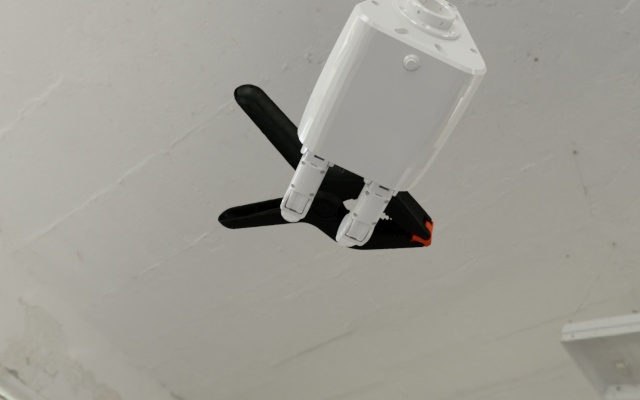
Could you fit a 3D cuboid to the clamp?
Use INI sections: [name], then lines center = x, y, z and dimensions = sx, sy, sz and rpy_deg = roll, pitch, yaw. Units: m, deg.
[clamp]
center = 0.001, 0.001, 0.447
dimensions = 0.210, 0.165, 0.036
rpy_deg = 25, 43, -2
